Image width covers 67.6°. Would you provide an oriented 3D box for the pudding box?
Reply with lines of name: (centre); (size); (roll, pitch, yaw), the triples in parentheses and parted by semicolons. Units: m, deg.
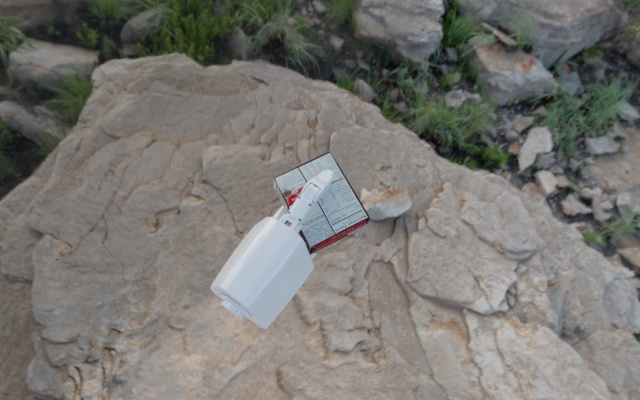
pudding box: (0.000, 0.002, 0.635); (0.090, 0.113, 0.039); (-26, -16, -11)
